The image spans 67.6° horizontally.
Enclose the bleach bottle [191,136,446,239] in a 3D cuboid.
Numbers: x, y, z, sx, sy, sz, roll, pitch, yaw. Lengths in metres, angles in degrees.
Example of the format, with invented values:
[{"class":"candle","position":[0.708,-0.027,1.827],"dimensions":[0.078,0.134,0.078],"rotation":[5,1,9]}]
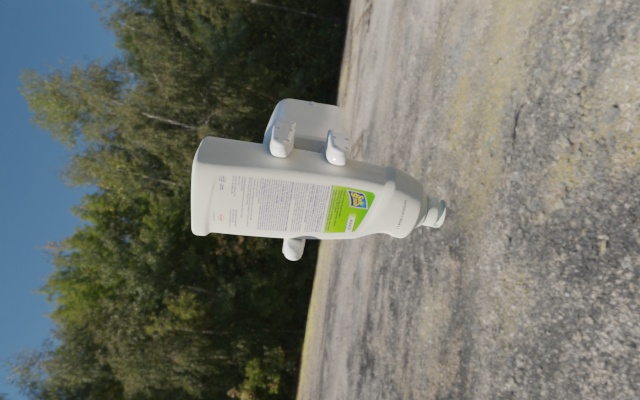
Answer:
[{"class":"bleach bottle","position":[0.000,0.002,0.490],"dimensions":[0.251,0.103,0.068],"rotation":[9,36,-4]}]
